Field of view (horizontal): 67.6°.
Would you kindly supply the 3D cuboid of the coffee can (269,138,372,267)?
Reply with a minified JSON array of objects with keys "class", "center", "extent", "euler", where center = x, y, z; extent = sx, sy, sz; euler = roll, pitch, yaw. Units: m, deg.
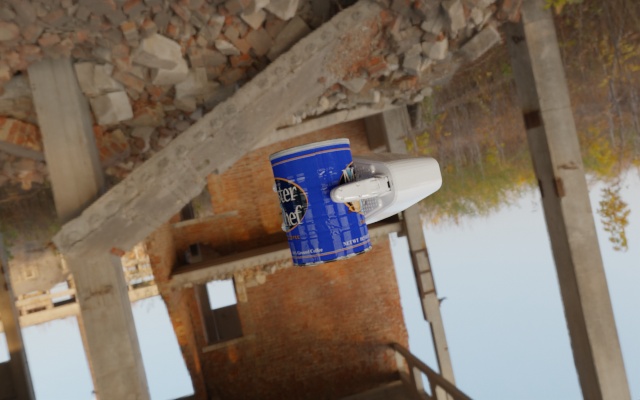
[{"class":"coffee can","center":[0.000,0.002,0.598],"extent":[0.103,0.140,0.103],"euler":[-12,1,0]}]
